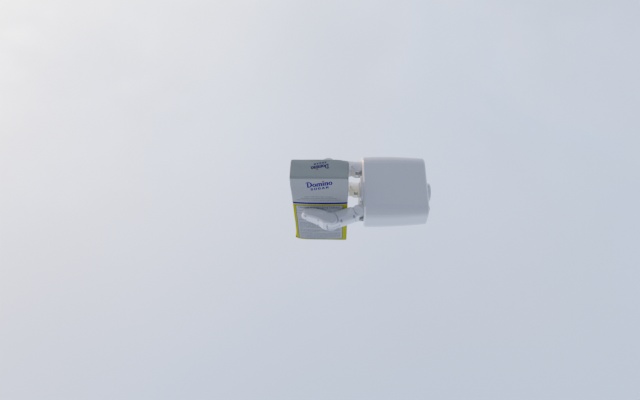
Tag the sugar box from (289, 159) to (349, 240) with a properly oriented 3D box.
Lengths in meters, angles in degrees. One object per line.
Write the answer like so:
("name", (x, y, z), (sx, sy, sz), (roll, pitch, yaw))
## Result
("sugar box", (0.000, 0.002, 0.802), (0.093, 0.048, 0.176), (1, -39, 2))
